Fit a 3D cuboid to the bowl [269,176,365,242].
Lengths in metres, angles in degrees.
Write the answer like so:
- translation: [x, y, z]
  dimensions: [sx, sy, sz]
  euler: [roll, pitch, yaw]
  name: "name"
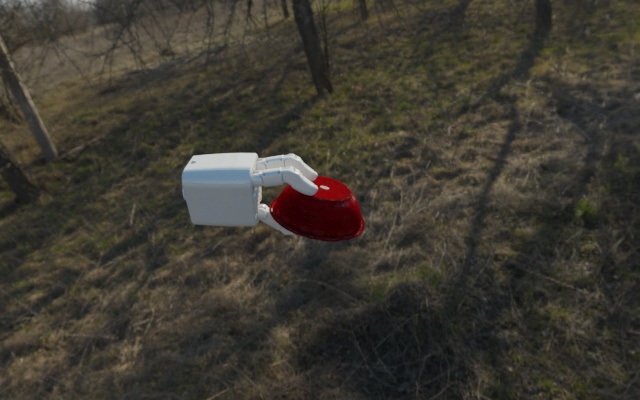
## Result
- translation: [0.001, 0.002, 0.784]
  dimensions: [0.162, 0.055, 0.162]
  euler: [11, 25, -5]
  name: "bowl"
